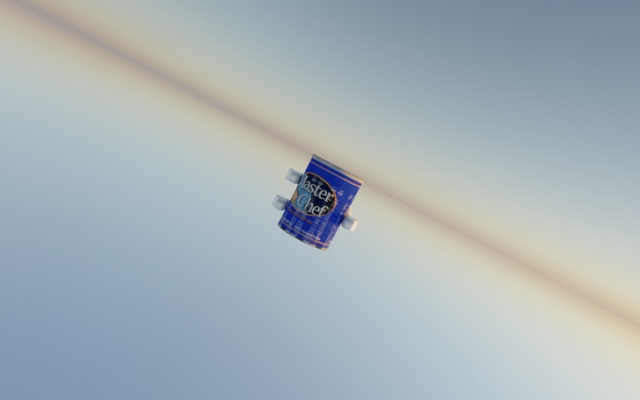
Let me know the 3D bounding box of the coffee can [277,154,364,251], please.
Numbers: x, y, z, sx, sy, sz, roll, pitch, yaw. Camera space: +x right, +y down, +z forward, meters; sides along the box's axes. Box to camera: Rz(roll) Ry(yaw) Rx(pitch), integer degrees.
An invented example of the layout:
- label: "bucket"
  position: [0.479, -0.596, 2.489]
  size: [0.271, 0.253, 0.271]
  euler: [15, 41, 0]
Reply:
- label: "coffee can"
  position: [0.000, 0.003, 0.846]
  size: [0.103, 0.140, 0.103]
  euler: [27, 5, -2]
